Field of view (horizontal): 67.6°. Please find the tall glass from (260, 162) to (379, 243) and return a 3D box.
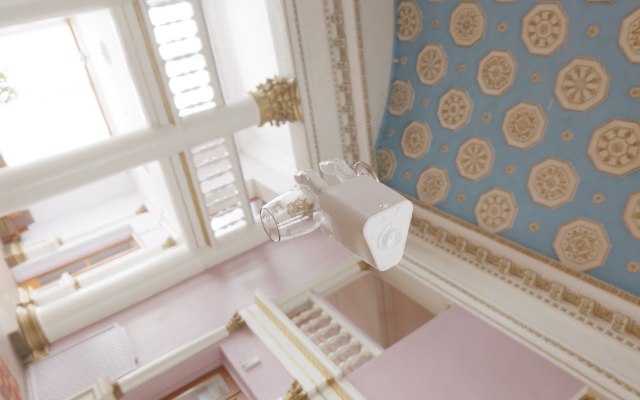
[{"bbox_3d":[0.001,0.002,0.802,0.201,0.079,0.079,-24,11,-26],"label":"tall glass"}]
